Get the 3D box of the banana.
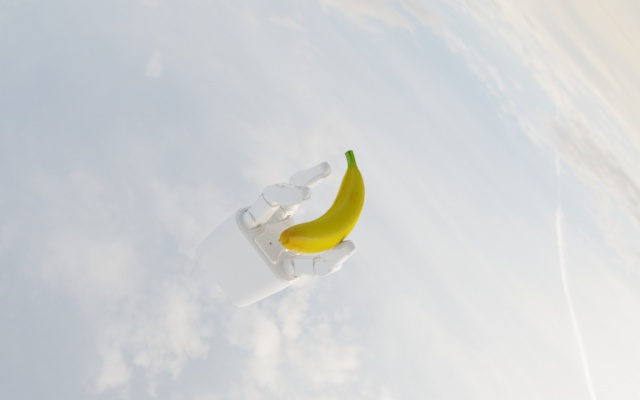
[{"bbox_3d":[0.013,0.014,0.556,0.037,0.069,0.197,-29,15,36],"label":"banana"}]
